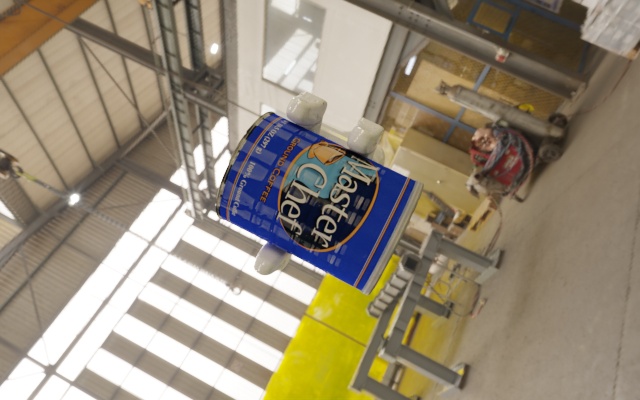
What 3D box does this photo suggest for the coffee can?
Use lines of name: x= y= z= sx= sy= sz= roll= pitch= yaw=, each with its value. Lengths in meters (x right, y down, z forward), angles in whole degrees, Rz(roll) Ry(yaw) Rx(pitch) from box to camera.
coffee can: x=0.000 y=0.001 z=0.400 sx=0.140 sy=0.103 sz=0.103 roll=26 pitch=3 yaw=7
